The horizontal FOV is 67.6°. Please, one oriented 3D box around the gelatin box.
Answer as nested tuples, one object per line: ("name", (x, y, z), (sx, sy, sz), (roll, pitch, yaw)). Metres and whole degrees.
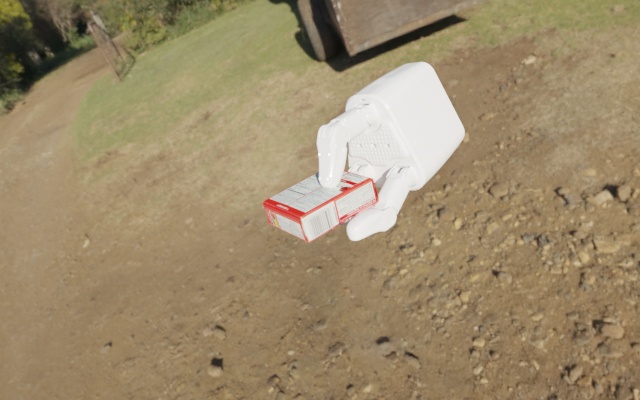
("gelatin box", (0.000, 0.001, 0.466), (0.089, 0.030, 0.073), (-29, 26, -27))
